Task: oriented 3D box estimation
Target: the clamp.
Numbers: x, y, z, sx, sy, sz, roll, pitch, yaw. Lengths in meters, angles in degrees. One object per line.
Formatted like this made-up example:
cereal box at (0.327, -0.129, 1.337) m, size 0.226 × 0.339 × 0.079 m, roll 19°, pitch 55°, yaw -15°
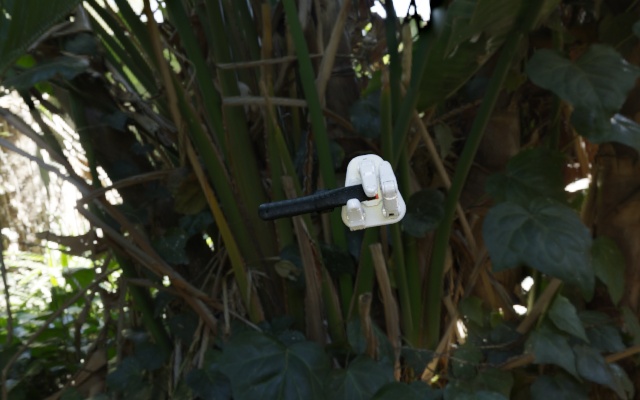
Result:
clamp at (0.000, 0.002, 0.714) m, size 0.171 × 0.039 × 0.120 m, roll -9°, pitch 4°, yaw 4°
